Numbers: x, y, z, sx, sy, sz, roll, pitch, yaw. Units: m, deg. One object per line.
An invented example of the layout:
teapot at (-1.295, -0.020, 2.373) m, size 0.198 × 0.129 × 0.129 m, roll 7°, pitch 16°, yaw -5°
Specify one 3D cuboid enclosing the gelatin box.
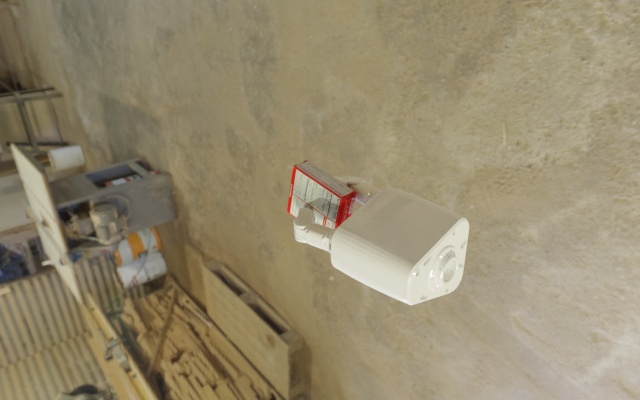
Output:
gelatin box at (0.000, 0.002, 0.605) m, size 0.089 × 0.073 × 0.030 m, roll 34°, pitch 41°, yaw 30°
